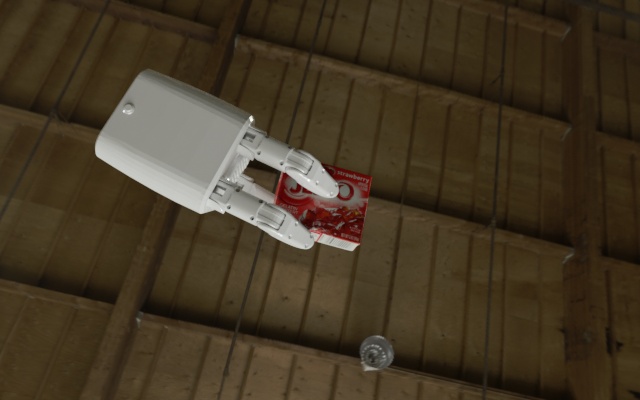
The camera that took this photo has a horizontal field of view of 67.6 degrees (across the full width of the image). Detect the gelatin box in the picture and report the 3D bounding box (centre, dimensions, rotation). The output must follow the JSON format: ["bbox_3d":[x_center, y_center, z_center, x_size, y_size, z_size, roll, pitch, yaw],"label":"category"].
[{"bbox_3d":[0.000,0.002,0.466,0.089,0.073,0.030,15,-23,-8],"label":"gelatin box"}]
